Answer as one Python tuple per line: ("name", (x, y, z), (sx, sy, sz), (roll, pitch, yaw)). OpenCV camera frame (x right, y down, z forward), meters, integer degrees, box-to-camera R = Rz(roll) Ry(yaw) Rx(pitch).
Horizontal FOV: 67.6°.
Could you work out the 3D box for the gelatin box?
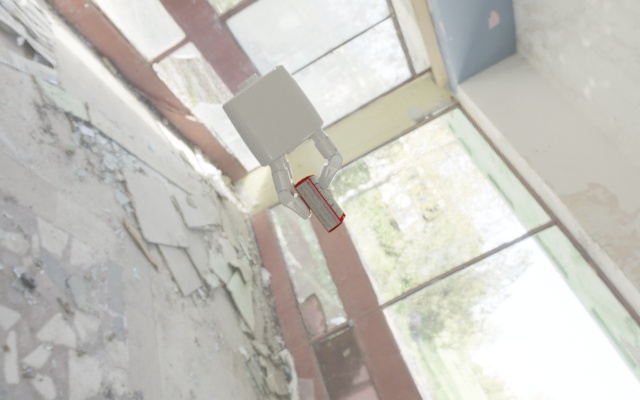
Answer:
("gelatin box", (0.001, 0.002, 0.736), (0.030, 0.089, 0.073), (-38, 1, 9))
